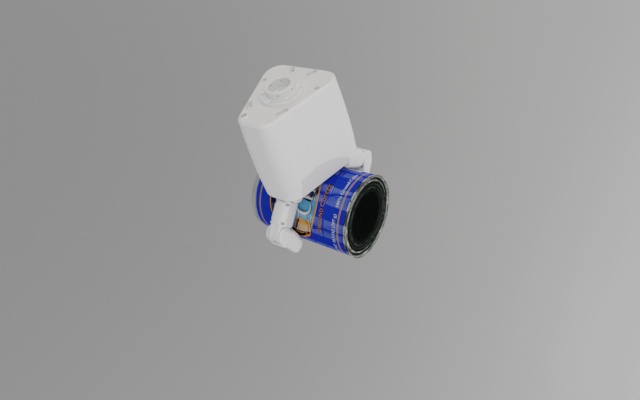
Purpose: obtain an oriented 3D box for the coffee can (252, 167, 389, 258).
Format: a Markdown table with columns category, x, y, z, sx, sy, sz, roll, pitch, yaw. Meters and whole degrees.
| category | x | y | z | sx | sy | sz | roll | pitch | yaw |
| --- | --- | --- | --- | --- | --- | --- | --- | --- | --- |
| coffee can | 0.000 | 0.002 | 0.598 | 0.140 | 0.103 | 0.103 | 17 | 9 | 31 |
